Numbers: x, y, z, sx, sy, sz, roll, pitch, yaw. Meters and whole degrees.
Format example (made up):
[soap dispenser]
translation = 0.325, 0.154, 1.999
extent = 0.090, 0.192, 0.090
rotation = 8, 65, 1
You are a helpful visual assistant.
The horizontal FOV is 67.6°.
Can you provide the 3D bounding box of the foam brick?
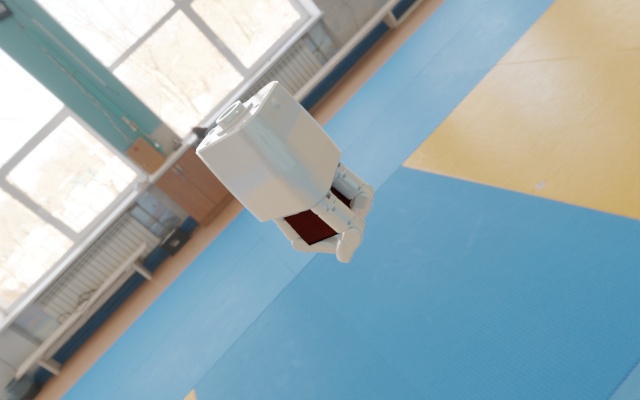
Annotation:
[foam brick]
translation = 0.000, 0.002, 0.545
extent = 0.053, 0.051, 0.078
rotation = -25, 28, 31
